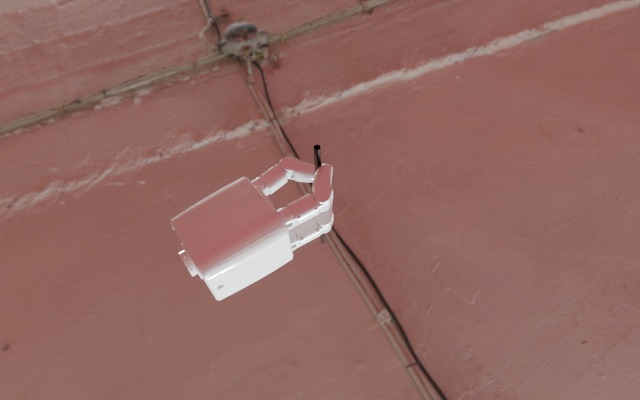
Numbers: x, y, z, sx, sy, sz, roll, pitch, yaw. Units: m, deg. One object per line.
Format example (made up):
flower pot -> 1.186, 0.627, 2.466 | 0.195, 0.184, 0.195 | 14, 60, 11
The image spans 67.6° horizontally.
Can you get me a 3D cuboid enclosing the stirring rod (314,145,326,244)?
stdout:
stirring rod -> 0.000, 0.002, 0.651 | 0.011, 0.011, 0.240 | 0, -32, 2
